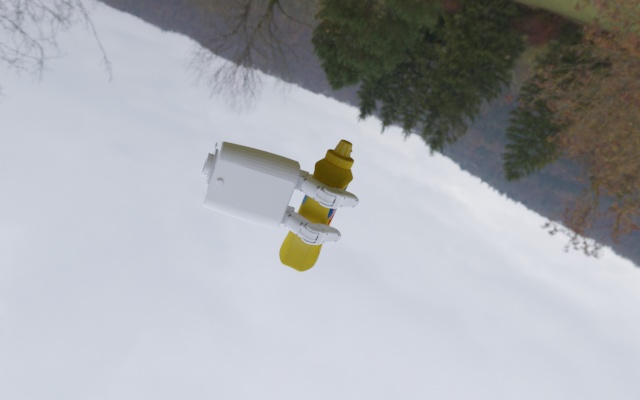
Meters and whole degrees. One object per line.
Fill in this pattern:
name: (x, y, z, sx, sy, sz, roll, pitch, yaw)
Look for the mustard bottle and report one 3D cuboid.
mustard bottle: (0.000, 0.003, 0.686, 0.058, 0.192, 0.096, 24, 18, 5)
